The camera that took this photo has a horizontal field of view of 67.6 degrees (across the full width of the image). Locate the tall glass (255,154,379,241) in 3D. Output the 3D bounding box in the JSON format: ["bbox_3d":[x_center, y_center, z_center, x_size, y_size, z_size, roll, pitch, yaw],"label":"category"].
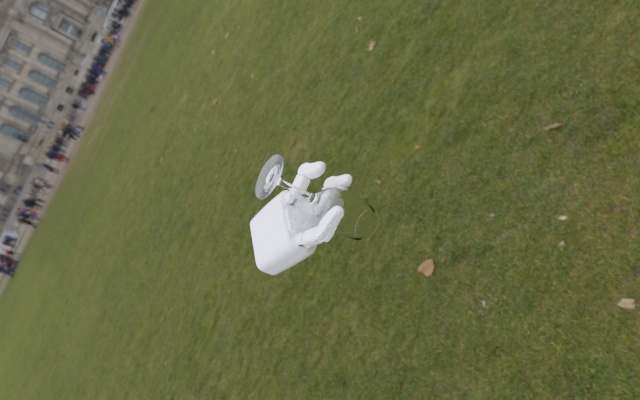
[{"bbox_3d":[0.000,0.002,0.762,0.201,0.079,0.079,26,-13,-29],"label":"tall glass"}]
